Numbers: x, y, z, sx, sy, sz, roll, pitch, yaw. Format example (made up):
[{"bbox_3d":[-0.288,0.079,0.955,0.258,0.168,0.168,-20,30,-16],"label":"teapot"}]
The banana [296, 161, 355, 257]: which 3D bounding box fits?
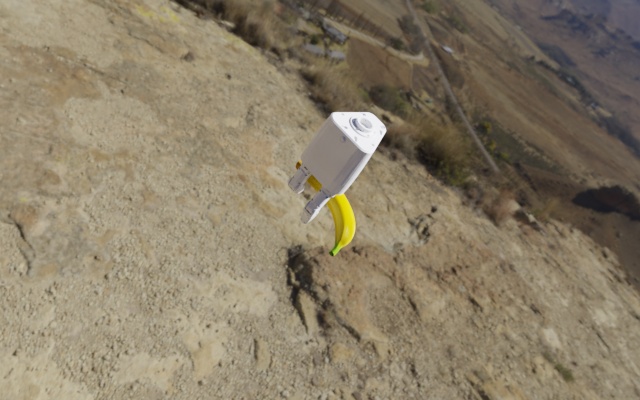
[{"bbox_3d":[0.017,0.004,0.874,0.069,0.197,0.037,-7,-29,-31],"label":"banana"}]
